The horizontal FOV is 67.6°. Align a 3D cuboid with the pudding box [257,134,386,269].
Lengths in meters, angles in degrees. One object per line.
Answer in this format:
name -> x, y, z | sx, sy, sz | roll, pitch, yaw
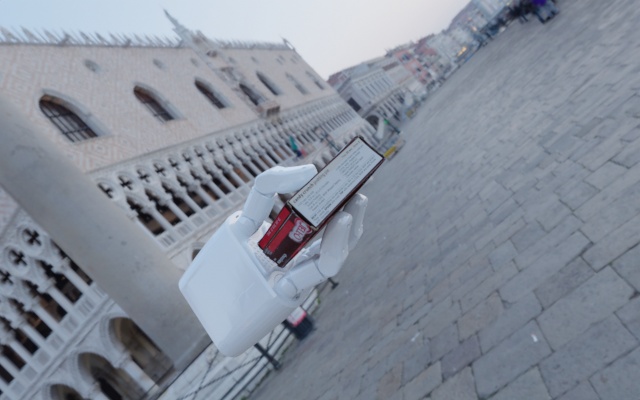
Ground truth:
pudding box -> 0.000, 0.001, 0.436 | 0.113, 0.039, 0.090 | -47, -1, -36
